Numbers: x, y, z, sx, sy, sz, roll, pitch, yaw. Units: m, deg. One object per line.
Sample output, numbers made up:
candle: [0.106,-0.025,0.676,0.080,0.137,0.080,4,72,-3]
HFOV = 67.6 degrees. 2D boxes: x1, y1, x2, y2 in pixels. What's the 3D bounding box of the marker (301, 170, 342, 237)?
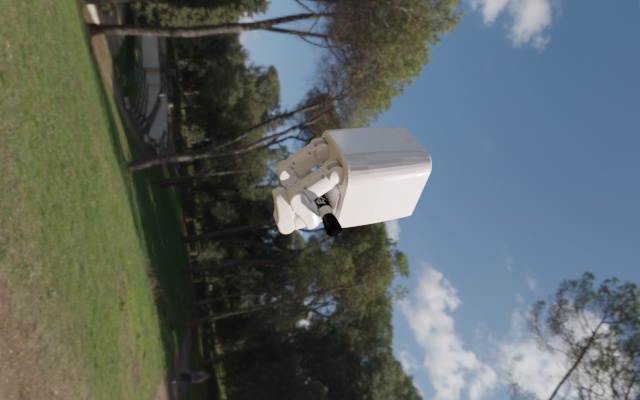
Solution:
marker: [0.000,0.002,0.568,0.020,0.020,0.121,0,34,-20]
